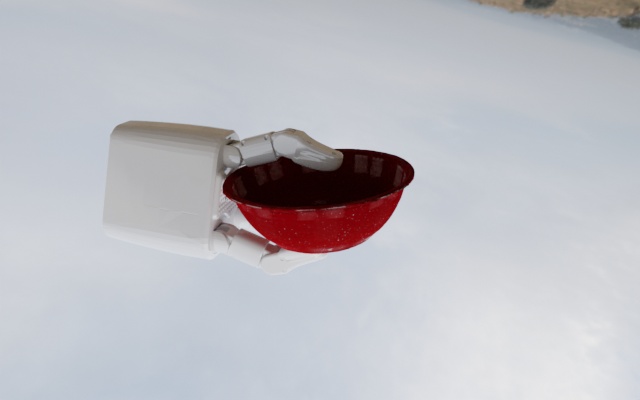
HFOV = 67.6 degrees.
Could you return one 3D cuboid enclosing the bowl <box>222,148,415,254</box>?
[{"bbox_3d":[0.001,0.002,0.412,0.162,0.055,0.162,-5,20,2],"label":"bowl"}]
